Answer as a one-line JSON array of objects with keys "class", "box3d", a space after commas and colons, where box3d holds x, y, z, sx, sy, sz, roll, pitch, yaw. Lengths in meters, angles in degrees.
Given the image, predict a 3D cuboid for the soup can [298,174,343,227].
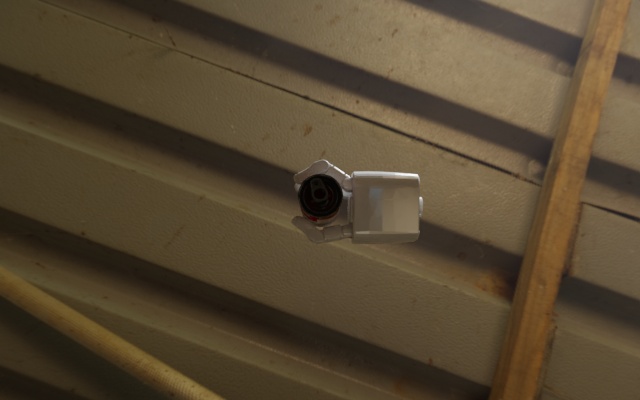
[{"class": "soup can", "box3d": [0.000, 0.003, 0.764, 0.068, 0.068, 0.102, 0, -12, 0]}]
